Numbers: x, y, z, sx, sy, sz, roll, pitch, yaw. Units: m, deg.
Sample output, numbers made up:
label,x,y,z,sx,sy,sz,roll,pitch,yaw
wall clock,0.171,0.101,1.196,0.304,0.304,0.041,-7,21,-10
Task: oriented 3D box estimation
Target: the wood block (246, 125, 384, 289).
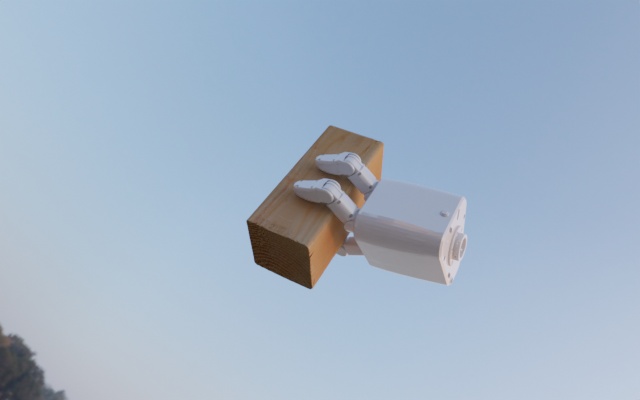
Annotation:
label,x,y,z,sx,sy,sz,roll,pitch,yaw
wood block,0.001,0.002,0.639,0.090,0.091,0.206,21,50,21
